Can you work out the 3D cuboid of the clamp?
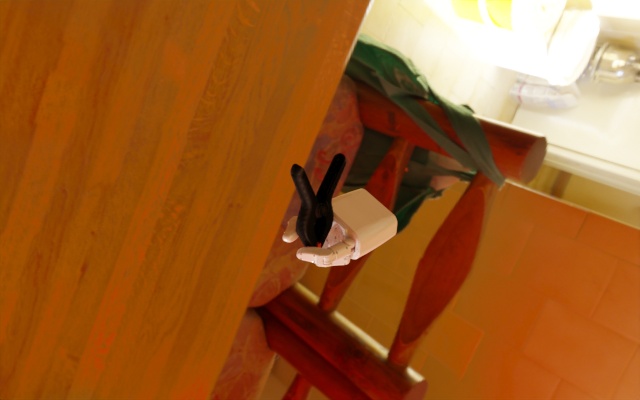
[{"bbox_3d":[0.000,0.003,0.795,0.120,0.172,0.039,-24,37,-36],"label":"clamp"}]
